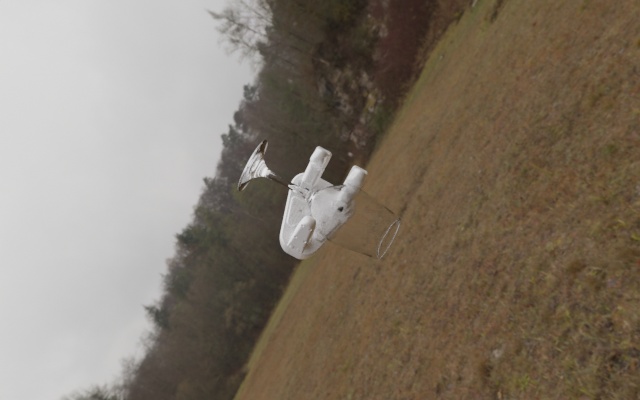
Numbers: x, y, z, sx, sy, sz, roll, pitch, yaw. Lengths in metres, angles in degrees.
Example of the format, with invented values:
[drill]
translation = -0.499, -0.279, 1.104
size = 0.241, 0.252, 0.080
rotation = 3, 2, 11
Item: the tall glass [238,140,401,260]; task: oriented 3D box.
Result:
[tall glass]
translation = -0.001, 0.002, 0.613
size = 0.201, 0.079, 0.079
rotation = 28, 0, 0
